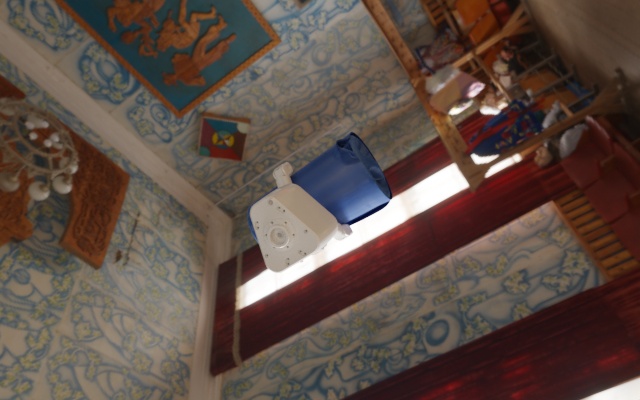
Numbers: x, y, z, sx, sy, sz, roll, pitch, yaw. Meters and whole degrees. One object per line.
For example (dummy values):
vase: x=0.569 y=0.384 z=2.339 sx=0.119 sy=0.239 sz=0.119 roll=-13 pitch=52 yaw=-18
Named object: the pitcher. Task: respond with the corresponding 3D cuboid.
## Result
pitcher: x=0.000 y=0.003 z=0.846 sx=0.243 sy=0.149 sz=0.145 roll=-31 pitch=3 yaw=18
